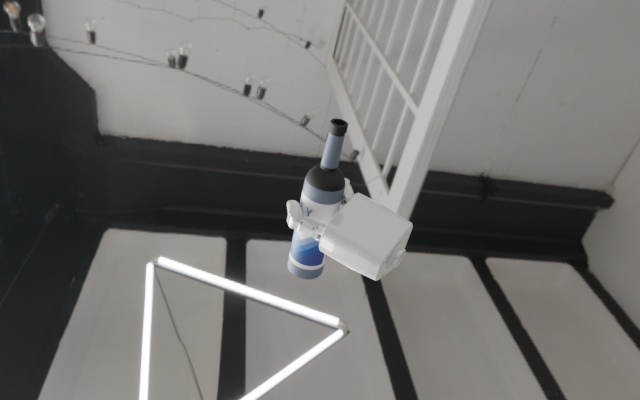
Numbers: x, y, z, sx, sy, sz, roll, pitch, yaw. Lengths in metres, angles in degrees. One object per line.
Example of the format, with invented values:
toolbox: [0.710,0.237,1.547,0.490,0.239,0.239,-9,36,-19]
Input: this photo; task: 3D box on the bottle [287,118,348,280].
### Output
bottle: [0.000,0.003,0.793,0.069,0.296,0.069,9,34,-6]
